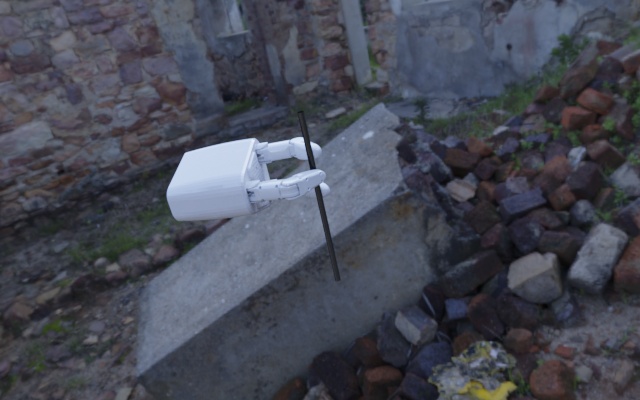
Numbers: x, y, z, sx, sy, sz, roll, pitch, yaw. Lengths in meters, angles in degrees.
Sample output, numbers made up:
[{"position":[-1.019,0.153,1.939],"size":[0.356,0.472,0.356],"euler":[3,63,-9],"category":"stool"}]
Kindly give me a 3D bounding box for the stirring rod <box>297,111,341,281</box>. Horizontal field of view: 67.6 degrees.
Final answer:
[{"position":[0.000,0.002,0.620],"size":[0.011,0.240,0.011],"euler":[-11,22,4],"category":"stirring rod"}]
